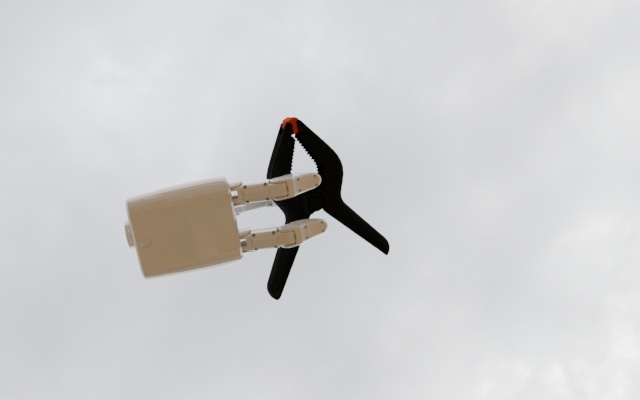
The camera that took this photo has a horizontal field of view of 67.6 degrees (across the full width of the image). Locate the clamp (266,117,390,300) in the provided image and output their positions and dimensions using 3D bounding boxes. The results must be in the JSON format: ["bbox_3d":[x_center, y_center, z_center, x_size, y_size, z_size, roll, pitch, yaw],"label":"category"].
[{"bbox_3d":[-0.001,0.001,0.574,0.164,0.210,0.036,-13,14,-19],"label":"clamp"}]
